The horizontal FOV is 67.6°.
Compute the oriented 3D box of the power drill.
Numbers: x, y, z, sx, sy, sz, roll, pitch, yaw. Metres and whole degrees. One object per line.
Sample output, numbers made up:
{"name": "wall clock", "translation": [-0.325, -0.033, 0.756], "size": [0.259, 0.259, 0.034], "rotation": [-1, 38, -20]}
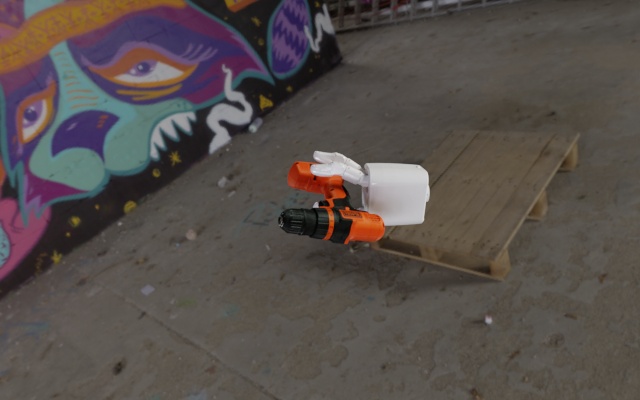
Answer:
{"name": "power drill", "translation": [0.000, 0.002, 0.829], "size": [0.184, 0.057, 0.187], "rotation": [8, 32, -24]}
